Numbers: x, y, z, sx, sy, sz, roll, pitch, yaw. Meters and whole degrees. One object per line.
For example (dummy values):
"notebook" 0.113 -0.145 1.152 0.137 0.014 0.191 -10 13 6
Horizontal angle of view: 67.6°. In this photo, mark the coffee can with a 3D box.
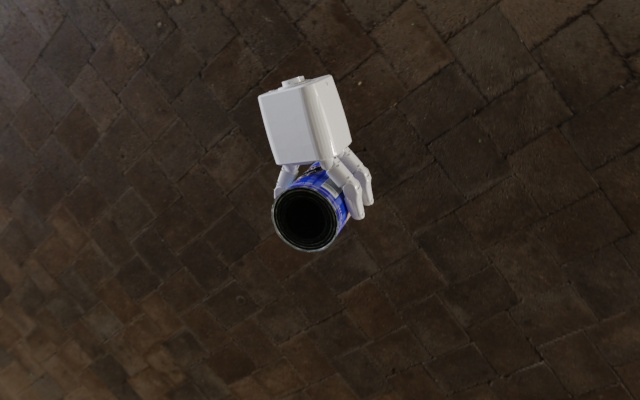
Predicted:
"coffee can" 0.000 0.003 0.733 0.103 0.103 0.140 0 22 21
